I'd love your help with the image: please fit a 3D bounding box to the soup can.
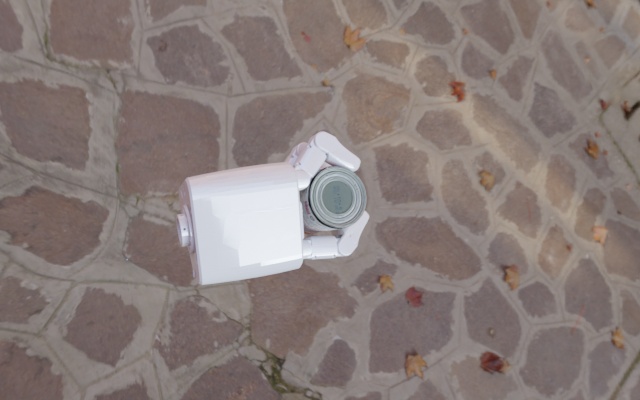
[{"bbox_3d":[0.001,0.002,0.539,0.068,0.068,0.102,0,-6,-22],"label":"soup can"}]
